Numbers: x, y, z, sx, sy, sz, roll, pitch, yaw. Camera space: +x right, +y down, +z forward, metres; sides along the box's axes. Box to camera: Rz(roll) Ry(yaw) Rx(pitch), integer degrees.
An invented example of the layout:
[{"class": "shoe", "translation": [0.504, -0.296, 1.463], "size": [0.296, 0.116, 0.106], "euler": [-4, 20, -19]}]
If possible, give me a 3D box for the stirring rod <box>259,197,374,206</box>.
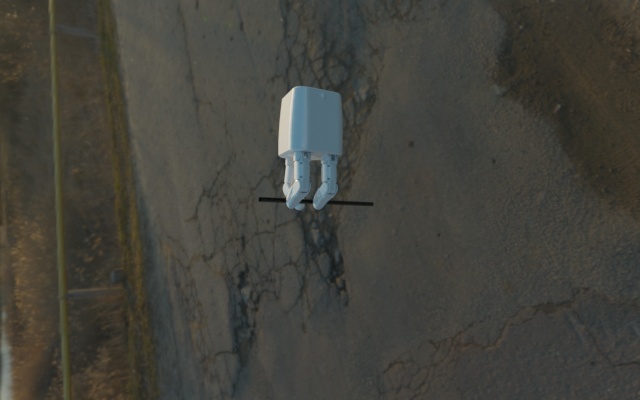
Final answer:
[{"class": "stirring rod", "translation": [0.000, 0.003, 0.842], "size": [0.239, 0.011, 0.011], "euler": [3, -2, -35]}]
